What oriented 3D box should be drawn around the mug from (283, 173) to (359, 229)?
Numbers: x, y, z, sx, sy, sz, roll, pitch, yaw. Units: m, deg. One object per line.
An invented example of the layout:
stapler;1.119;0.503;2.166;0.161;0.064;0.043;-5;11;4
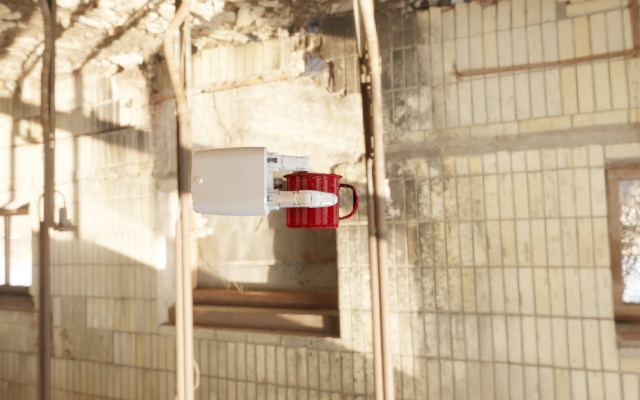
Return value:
mug;0.002;0.003;0.733;0.117;0.081;0.093;0;-3;3
